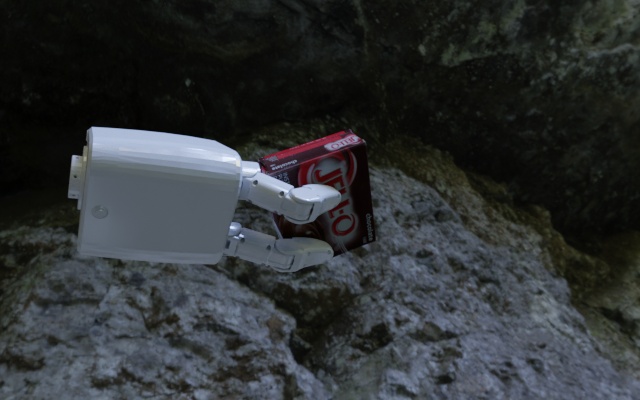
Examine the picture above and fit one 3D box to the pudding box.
[{"bbox_3d":[0.000,0.001,0.435,0.090,0.114,0.039,-20,38,-13],"label":"pudding box"}]
